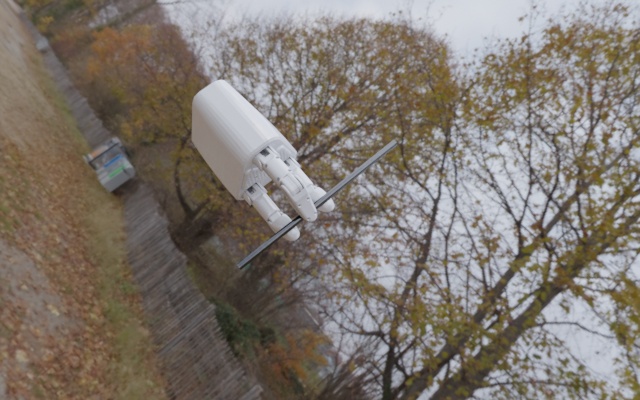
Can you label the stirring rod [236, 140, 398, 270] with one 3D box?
[{"bbox_3d":[0.000,0.002,0.561,0.239,0.011,0.011,-39,10,-12],"label":"stirring rod"}]
